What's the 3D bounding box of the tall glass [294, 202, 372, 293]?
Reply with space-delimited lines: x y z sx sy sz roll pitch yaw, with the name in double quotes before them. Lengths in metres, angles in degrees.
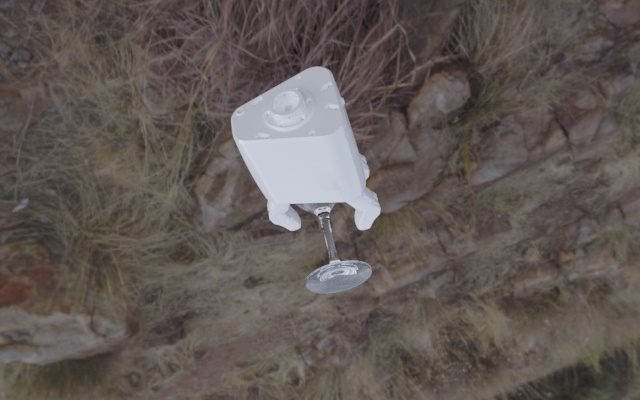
"tall glass" 0.000 0.003 0.565 0.079 0.201 0.079 -9 -33 -6
